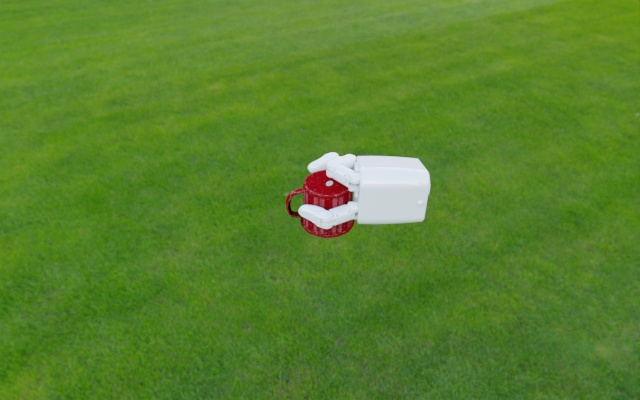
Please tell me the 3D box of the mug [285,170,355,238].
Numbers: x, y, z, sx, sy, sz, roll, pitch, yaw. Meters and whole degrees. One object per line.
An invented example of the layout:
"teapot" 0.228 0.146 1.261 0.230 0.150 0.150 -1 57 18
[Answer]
"mug" -0.001 0.002 0.797 0.117 0.082 0.093 -1 36 -1
